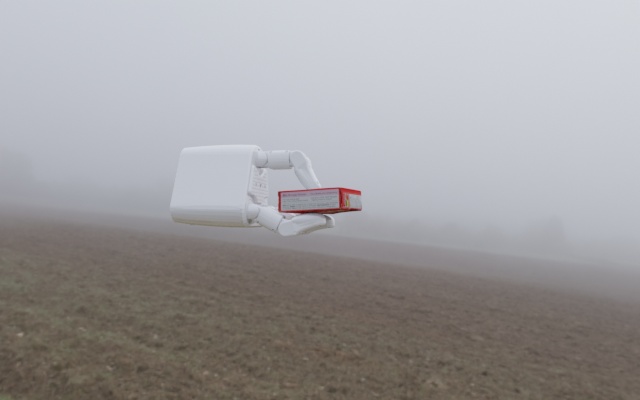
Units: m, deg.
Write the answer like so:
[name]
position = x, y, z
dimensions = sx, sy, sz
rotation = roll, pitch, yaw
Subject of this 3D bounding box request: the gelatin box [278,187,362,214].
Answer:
[gelatin box]
position = 0.000, 0.002, 0.617
dimensions = 0.089, 0.030, 0.073
rotation = -4, -5, 24
